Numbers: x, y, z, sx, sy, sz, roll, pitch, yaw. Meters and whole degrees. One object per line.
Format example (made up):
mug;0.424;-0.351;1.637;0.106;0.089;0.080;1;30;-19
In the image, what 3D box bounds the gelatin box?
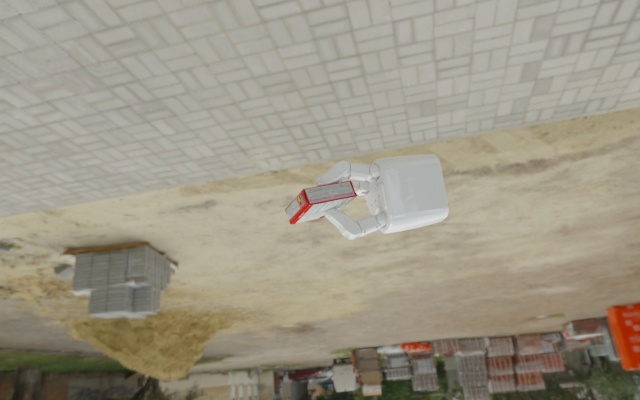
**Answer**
gelatin box;0.000;0.003;0.728;0.089;0.030;0.073;-12;-19;-32
